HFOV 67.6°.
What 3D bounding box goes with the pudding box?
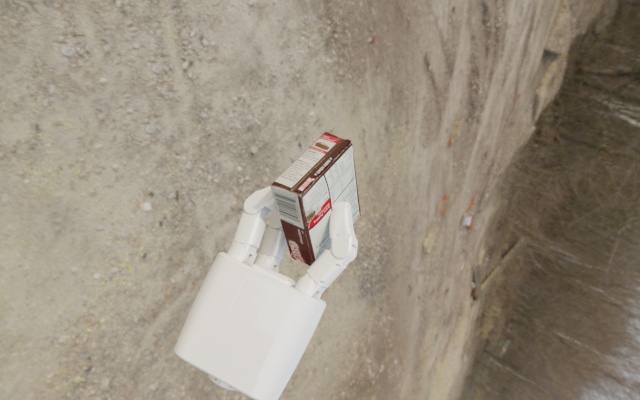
[{"bbox_3d":[0.000,0.002,0.491,0.039,0.114,0.090,23,54,27],"label":"pudding box"}]
